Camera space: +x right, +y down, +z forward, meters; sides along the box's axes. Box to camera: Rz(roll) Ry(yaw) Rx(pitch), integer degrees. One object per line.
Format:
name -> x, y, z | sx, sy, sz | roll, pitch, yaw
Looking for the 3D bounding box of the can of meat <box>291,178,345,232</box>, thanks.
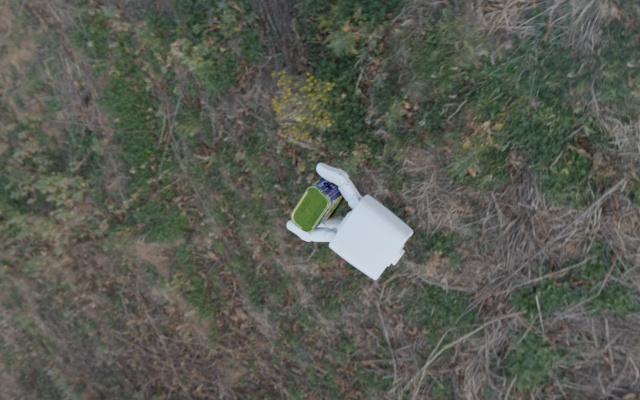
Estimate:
can of meat -> 0.000, 0.003, 0.882 | 0.057, 0.102, 0.084 | 40, 36, 9
